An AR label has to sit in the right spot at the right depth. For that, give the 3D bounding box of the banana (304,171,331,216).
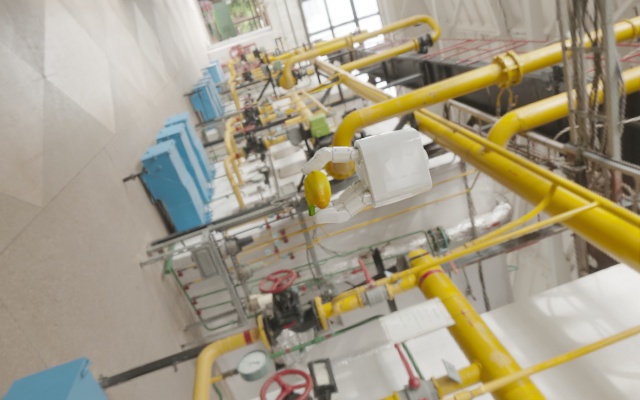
[{"bbox_3d":[-0.004,-0.015,0.768,0.037,0.069,0.198,-12,-4,-5],"label":"banana"}]
